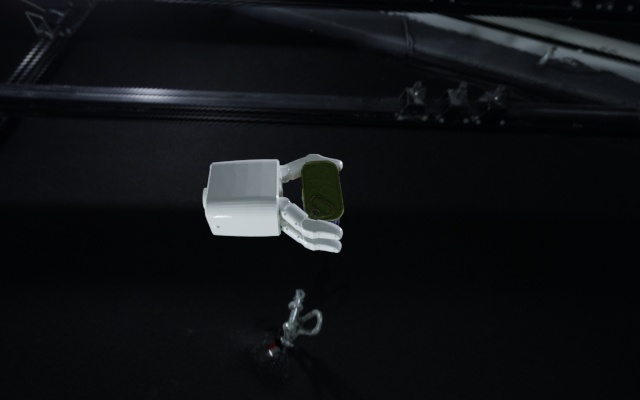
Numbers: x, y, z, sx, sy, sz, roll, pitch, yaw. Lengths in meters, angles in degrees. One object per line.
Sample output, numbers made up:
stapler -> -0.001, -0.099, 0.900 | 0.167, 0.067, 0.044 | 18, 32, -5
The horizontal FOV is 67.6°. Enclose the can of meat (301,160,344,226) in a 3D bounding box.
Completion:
can of meat -> 0.000, 0.002, 0.746 | 0.057, 0.102, 0.084 | -4, -26, -5
